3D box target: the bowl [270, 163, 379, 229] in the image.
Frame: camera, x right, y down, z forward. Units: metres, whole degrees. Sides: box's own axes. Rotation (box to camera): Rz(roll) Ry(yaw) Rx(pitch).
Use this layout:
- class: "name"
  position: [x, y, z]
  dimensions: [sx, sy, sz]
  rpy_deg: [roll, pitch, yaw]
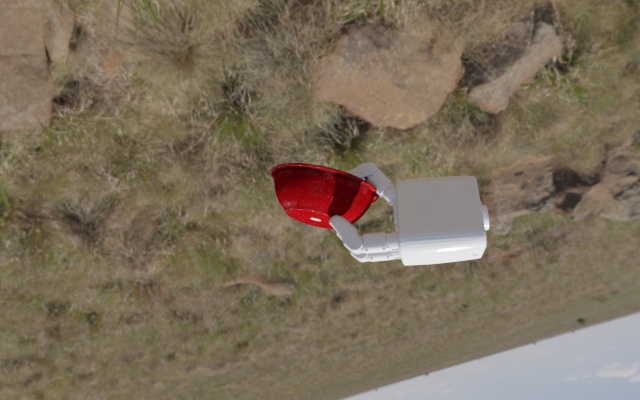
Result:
- class: "bowl"
  position: [-0.001, 0.003, 0.687]
  dimensions: [0.162, 0.055, 0.162]
  rpy_deg: [13, -15, 3]
